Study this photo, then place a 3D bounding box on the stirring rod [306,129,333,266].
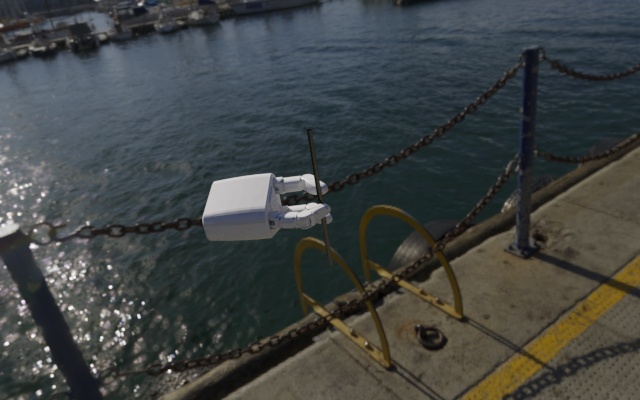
[{"bbox_3d":[0.000,0.003,0.759,0.011,0.240,0.011,-7,26,4],"label":"stirring rod"}]
